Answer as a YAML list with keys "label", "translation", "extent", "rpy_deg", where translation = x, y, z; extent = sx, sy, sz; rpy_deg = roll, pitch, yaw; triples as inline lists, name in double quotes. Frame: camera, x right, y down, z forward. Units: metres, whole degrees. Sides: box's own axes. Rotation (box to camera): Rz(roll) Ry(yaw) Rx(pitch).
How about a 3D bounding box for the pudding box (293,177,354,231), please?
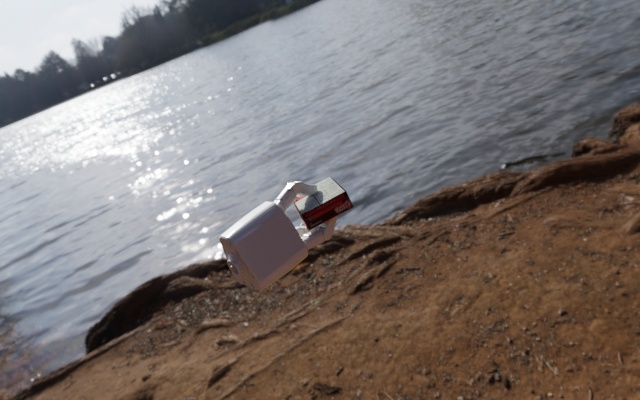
- label: "pudding box"
  translation: [0.000, 0.003, 0.867]
  extent: [0.090, 0.039, 0.113]
  rpy_deg: [-27, 23, -5]
